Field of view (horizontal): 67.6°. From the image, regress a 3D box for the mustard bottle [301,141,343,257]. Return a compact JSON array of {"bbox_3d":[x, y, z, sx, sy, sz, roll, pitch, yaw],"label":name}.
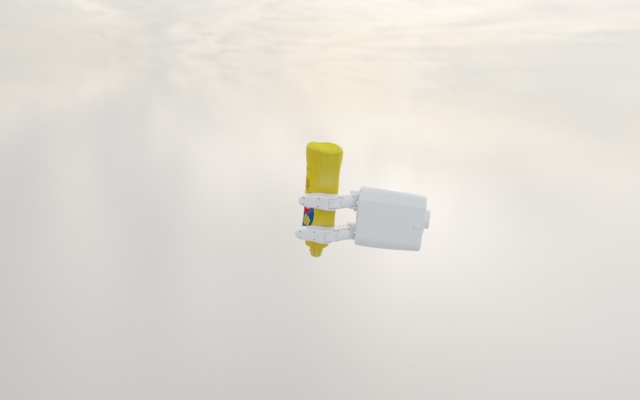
[{"bbox_3d":[0.000,0.002,0.793,0.058,0.192,0.096,0,16,-13],"label":"mustard bottle"}]
